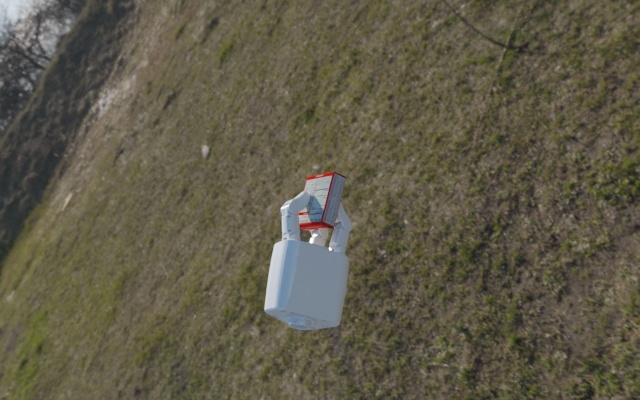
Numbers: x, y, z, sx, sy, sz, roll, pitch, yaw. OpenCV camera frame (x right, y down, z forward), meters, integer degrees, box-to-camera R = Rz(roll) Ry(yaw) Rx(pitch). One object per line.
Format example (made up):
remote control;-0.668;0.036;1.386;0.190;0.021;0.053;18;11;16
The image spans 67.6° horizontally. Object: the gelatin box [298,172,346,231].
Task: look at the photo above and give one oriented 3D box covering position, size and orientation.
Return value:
gelatin box;0.000;0.002;0.765;0.030;0.089;0.073;23;-18;-32
